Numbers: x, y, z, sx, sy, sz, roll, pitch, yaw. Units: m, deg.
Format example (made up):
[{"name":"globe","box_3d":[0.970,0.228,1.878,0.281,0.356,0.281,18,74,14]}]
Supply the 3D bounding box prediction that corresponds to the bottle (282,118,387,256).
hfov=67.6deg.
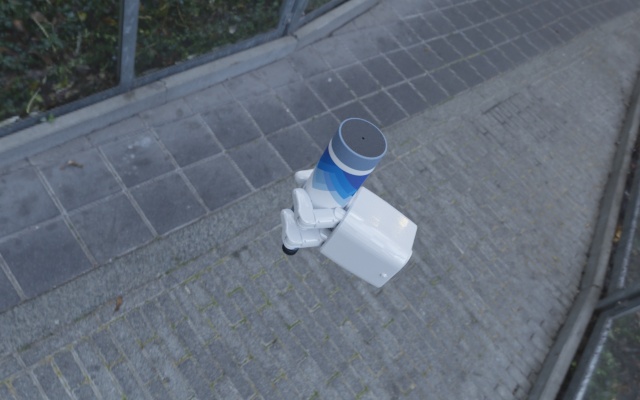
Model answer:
[{"name":"bottle","box_3d":[0.000,0.002,0.702,0.069,0.069,0.296,0,-33,-25]}]
